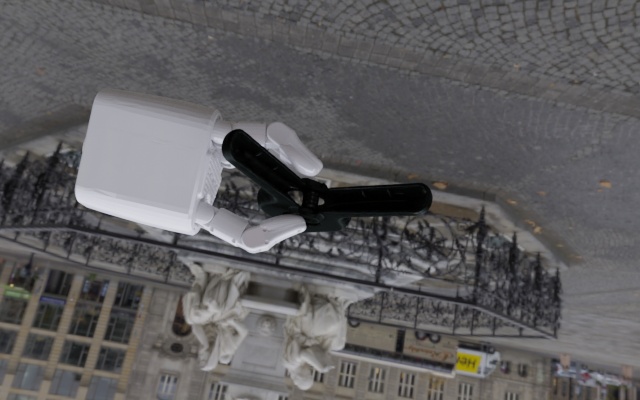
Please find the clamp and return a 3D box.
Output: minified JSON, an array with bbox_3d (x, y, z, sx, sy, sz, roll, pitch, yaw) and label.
[{"bbox_3d":[0.000,0.002,0.442,0.164,0.036,0.210,15,-16,-1],"label":"clamp"}]
